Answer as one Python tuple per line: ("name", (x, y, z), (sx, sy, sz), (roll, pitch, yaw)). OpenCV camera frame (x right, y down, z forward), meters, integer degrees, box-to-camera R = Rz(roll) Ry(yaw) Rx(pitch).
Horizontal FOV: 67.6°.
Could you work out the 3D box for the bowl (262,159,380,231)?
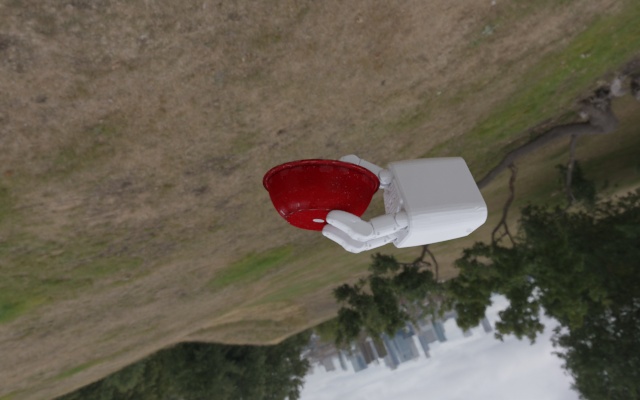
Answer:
("bowl", (-0.001, 0.003, 0.648), (0.162, 0.055, 0.162), (2, -21, 1))
